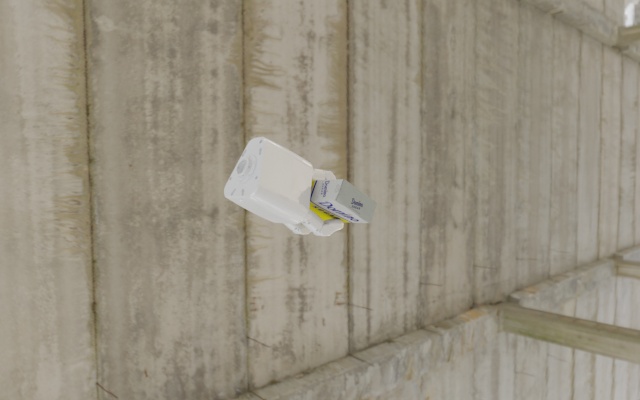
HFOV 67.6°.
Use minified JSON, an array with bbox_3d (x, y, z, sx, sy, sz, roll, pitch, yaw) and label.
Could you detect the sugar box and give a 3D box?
[{"bbox_3d":[0.000,0.003,0.833,0.176,0.048,0.093,3,-23,48],"label":"sugar box"}]
